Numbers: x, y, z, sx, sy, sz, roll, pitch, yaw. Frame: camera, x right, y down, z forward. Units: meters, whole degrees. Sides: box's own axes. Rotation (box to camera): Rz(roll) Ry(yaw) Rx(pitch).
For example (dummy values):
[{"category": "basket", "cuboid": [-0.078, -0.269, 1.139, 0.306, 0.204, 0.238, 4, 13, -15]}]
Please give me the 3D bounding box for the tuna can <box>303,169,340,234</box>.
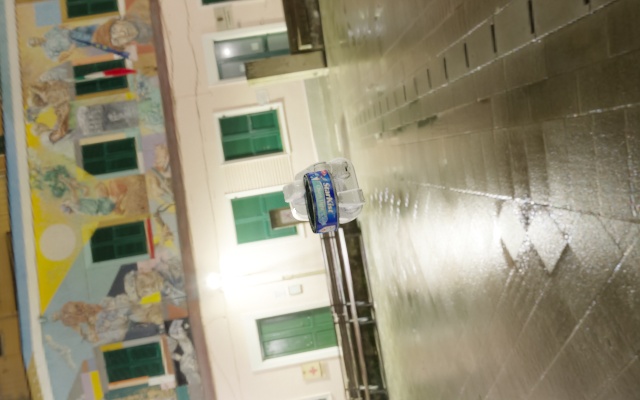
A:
[{"category": "tuna can", "cuboid": [0.000, 0.002, 0.653, 0.034, 0.086, 0.086, -9, 1, -9]}]
